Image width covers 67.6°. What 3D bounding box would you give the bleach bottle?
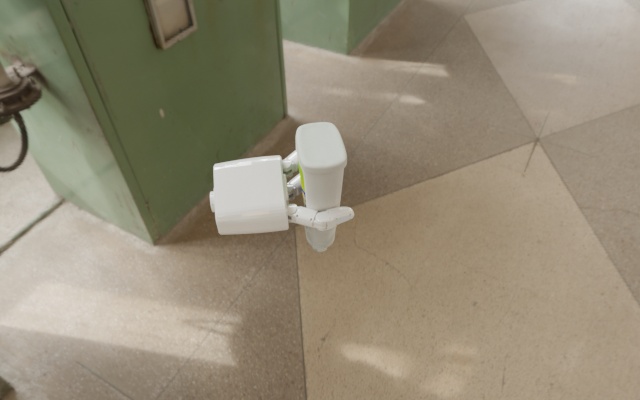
[{"bbox_3d":[0.000,0.002,0.763,0.068,0.102,0.251,-7,-43,-6],"label":"bleach bottle"}]
